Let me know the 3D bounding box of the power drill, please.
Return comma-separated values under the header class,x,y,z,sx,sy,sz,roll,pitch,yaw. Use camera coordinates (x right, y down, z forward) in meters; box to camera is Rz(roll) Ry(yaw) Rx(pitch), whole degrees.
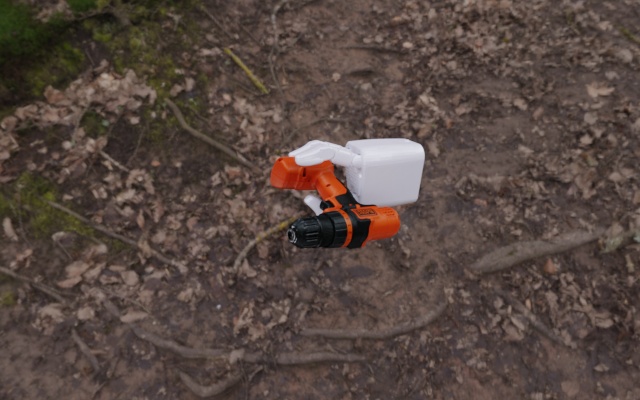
class,x,y,z,sx,sy,sz,roll,pitch,yaw
power drill,0.000,0.002,0.708,0.184,0.057,0.187,-3,36,-37
